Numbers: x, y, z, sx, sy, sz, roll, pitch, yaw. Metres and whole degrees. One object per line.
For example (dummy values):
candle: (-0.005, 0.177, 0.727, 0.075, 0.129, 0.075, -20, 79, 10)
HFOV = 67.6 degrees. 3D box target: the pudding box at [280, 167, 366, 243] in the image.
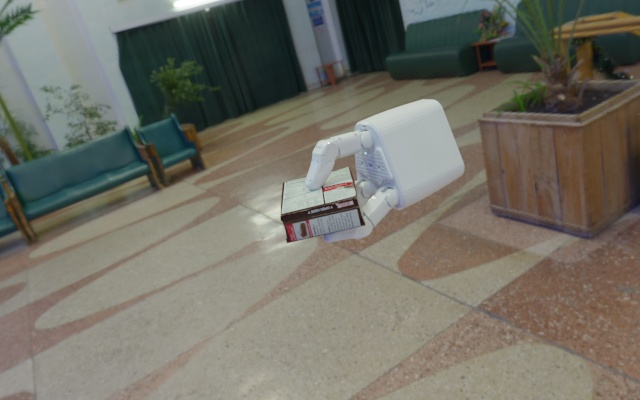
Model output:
pudding box: (0.000, 0.002, 0.563, 0.090, 0.039, 0.113, -14, 20, 3)
